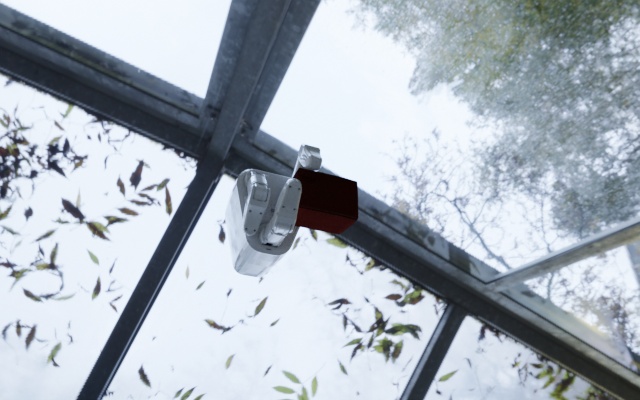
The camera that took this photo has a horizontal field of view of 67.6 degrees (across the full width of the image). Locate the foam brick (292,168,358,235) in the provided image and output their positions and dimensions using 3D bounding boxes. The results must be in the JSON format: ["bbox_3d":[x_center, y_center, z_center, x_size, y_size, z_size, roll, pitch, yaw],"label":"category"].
[{"bbox_3d":[0.000,0.002,0.571,0.078,0.053,0.051,13,-30,-16],"label":"foam brick"}]
